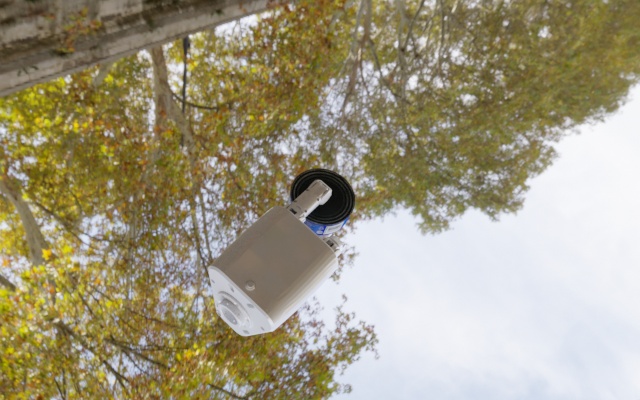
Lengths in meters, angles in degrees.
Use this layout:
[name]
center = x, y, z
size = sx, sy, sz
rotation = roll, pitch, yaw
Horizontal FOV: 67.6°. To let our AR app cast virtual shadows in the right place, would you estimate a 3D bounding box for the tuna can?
[tuna can]
center = 0.000, 0.002, 0.626
size = 0.086, 0.086, 0.034
rotation = 0, -31, -15
